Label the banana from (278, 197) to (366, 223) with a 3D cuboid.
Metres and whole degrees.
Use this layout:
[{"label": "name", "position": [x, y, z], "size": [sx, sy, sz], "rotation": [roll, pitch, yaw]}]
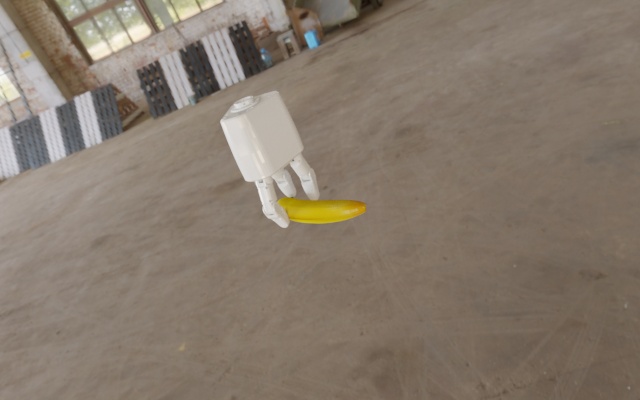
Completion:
[{"label": "banana", "position": [-0.015, 0.011, 0.795], "size": [0.069, 0.037, 0.198], "rotation": [-35, 27, -33]}]
